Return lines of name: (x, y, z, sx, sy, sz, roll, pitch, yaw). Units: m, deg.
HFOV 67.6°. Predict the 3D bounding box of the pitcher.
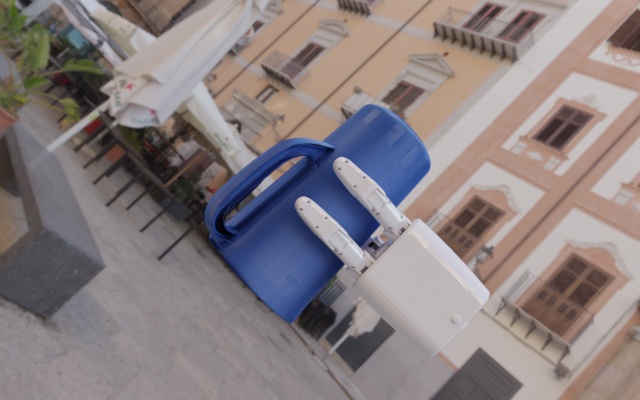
pitcher: (0.000, 0.002, 0.530, 0.243, 0.145, 0.149, -44, -6, -6)
